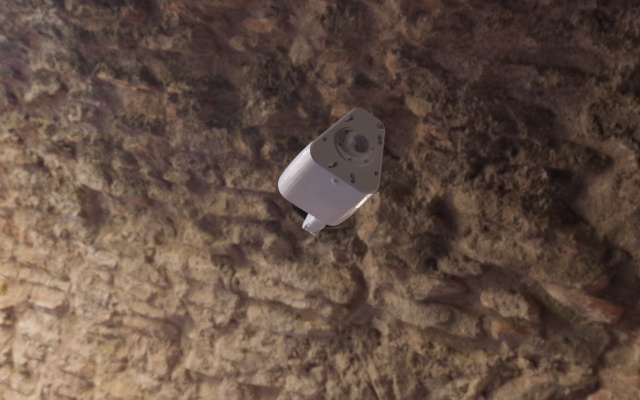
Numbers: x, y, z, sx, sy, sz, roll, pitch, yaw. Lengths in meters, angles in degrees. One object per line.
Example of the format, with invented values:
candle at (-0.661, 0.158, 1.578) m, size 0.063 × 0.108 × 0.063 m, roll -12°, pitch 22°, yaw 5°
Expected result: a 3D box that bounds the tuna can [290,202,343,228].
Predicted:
tuna can at (0.000, 0.002, 0.720) m, size 0.086 × 0.033 × 0.086 m, roll 17°, pitch -33°, yaw 11°
